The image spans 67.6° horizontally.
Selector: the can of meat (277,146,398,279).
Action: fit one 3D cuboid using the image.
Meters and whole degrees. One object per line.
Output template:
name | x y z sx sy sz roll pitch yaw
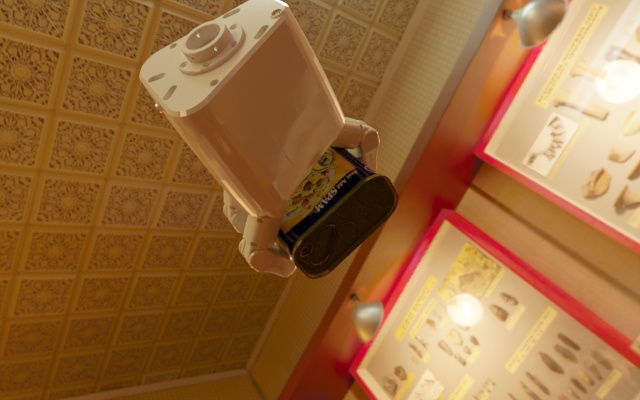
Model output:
can of meat | 0.000 0.001 0.412 0.084 0.102 0.057 44 -5 41
